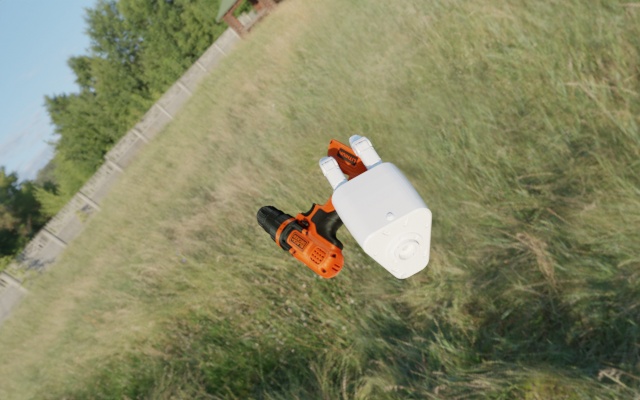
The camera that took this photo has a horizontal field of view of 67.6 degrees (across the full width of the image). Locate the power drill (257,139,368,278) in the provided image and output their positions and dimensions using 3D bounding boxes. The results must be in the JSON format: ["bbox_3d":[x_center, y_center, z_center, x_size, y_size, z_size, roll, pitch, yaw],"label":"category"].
[{"bbox_3d":[0.001,0.002,0.739,0.184,0.187,0.057,33,0,37],"label":"power drill"}]
